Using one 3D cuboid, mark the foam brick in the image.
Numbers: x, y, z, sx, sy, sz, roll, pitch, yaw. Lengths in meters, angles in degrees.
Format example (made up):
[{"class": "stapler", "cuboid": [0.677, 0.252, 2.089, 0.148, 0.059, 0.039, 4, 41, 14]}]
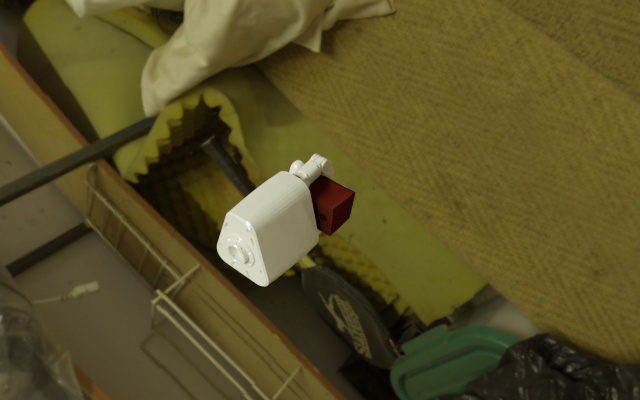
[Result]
[{"class": "foam brick", "cuboid": [0.000, 0.002, 0.669, 0.078, 0.053, 0.051, 29, 46, 23]}]
